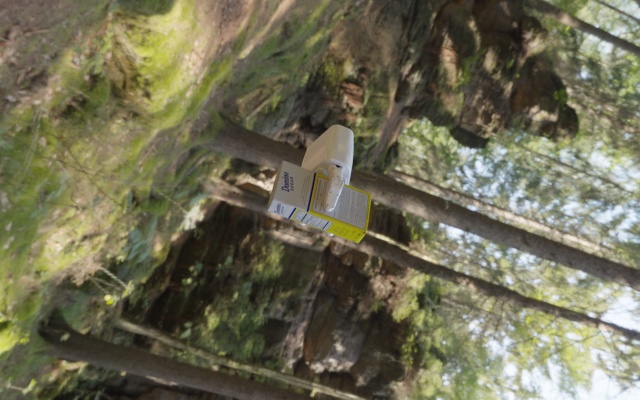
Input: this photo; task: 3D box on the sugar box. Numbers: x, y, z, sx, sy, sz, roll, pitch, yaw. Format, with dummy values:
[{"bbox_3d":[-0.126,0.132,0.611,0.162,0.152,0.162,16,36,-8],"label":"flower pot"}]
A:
[{"bbox_3d":[0.000,0.003,0.847,0.176,0.093,0.048,19,-39,-10],"label":"sugar box"}]
